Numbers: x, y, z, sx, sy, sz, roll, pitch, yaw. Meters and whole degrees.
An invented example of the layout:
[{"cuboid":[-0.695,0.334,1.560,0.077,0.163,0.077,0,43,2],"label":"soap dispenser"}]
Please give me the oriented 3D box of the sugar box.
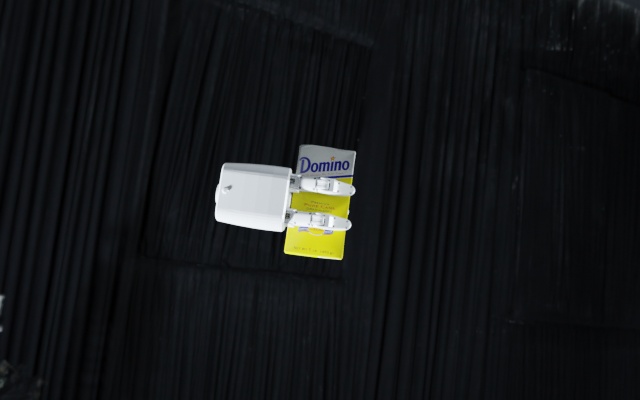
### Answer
[{"cuboid":[0.000,0.003,0.767,0.093,0.176,0.048,7,-8,-1],"label":"sugar box"}]
